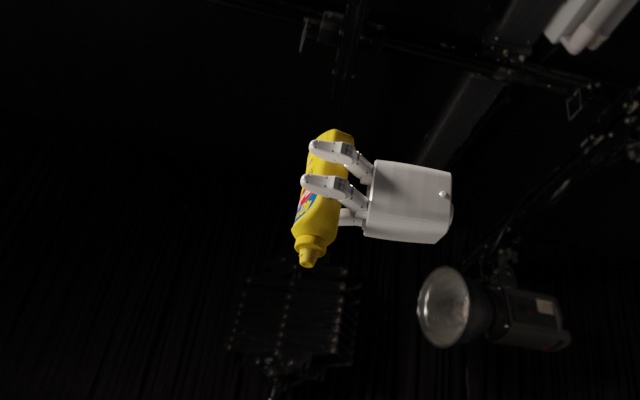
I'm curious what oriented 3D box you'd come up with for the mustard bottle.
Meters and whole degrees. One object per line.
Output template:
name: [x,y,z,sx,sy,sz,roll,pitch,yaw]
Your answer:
mustard bottle: [0.000,0.002,0.653,0.058,0.191,0.096,21,-33,-16]
